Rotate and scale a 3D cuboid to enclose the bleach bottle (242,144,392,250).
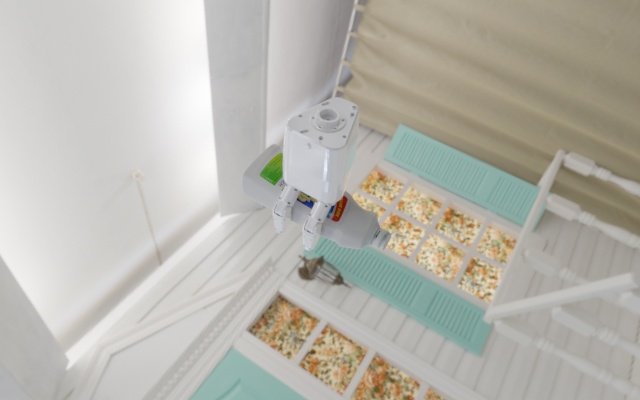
[{"bbox_3d":[0.000,0.003,0.765,0.251,0.068,0.102,28,53,18],"label":"bleach bottle"}]
